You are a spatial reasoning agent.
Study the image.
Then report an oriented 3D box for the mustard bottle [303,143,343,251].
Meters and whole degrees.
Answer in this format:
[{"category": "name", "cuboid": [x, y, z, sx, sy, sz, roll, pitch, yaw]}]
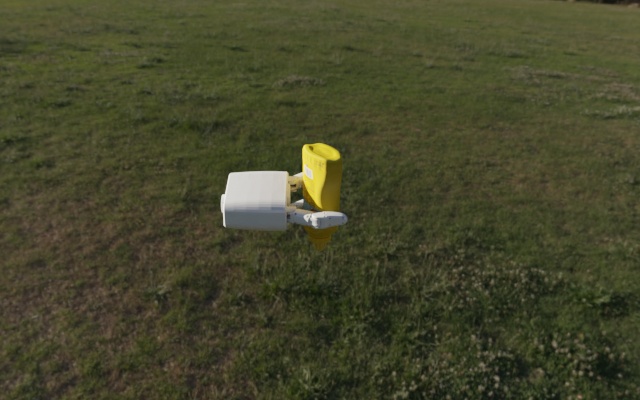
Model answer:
[{"category": "mustard bottle", "cuboid": [0.000, 0.002, 0.843, 0.058, 0.192, 0.096, -10, 27, -24]}]
